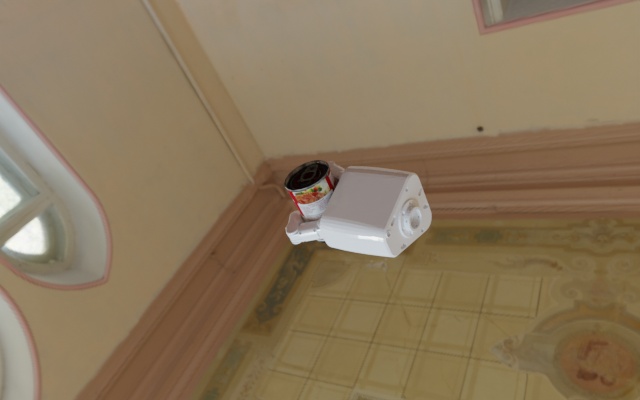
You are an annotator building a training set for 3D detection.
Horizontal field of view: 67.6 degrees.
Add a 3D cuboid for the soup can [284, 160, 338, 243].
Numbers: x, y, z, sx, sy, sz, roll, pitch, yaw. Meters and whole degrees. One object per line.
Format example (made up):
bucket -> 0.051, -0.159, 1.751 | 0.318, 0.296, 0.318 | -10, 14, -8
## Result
soup can -> 0.000, 0.003, 0.688 | 0.068, 0.102, 0.068 | -19, 33, 13
